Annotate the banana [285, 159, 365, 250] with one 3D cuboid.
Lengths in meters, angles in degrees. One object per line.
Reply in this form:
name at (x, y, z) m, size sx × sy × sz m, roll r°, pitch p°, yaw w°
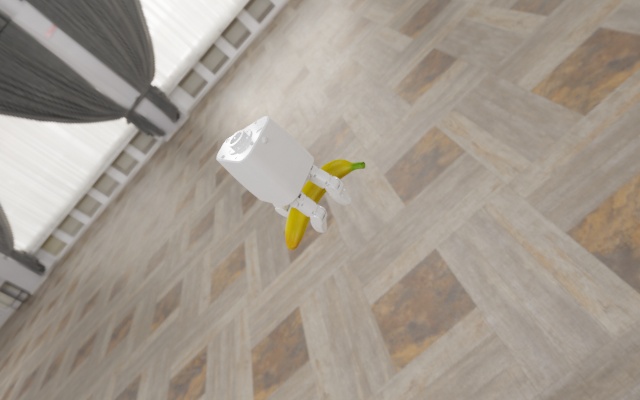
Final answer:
banana at (-0.008, -0.005, 0.823) m, size 0.069 × 0.198 × 0.037 m, roll 27°, pitch -16°, yaw 51°
